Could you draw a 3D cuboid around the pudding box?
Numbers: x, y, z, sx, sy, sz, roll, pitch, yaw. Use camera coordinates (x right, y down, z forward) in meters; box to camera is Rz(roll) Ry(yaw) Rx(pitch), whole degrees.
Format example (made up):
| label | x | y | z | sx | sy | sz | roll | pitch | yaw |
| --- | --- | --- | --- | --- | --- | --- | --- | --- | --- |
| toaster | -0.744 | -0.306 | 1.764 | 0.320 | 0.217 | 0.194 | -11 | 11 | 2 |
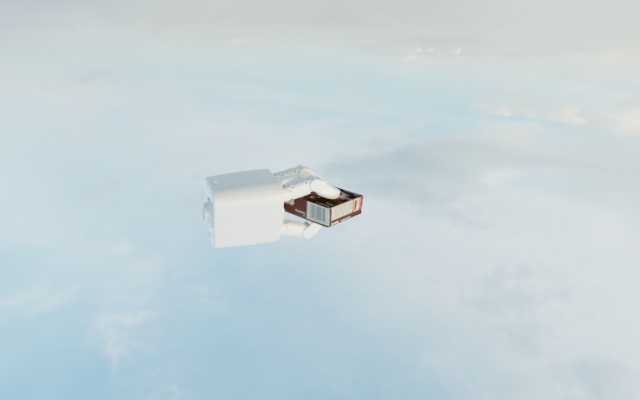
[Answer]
| label | x | y | z | sx | sy | sz | roll | pitch | yaw |
| --- | --- | --- | --- | --- | --- | --- | --- | --- | --- |
| pudding box | 0.000 | 0.003 | 0.797 | 0.113 | 0.039 | 0.090 | 21 | 28 | 36 |
